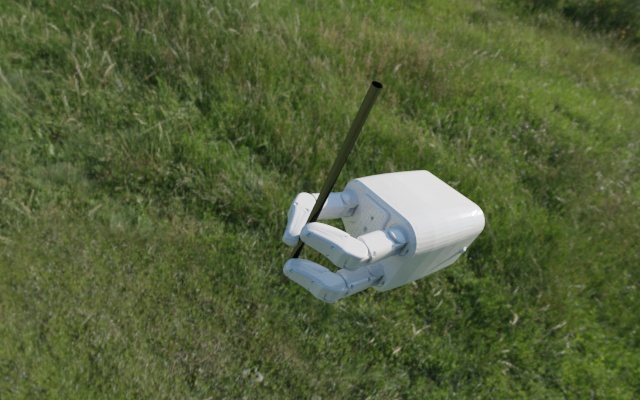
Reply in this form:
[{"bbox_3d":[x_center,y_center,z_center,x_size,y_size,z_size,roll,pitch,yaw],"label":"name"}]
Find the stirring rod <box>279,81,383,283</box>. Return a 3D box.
[{"bbox_3d":[0.000,0.001,0.402,0.011,0.011,0.240,0,-41,-25],"label":"stirring rod"}]
